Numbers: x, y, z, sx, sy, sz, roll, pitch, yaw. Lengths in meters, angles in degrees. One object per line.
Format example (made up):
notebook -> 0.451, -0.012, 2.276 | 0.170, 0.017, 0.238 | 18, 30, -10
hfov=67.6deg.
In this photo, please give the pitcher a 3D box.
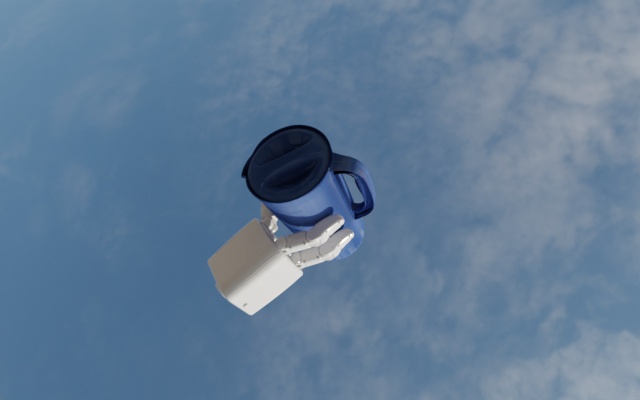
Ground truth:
pitcher -> 0.000, 0.003, 0.760 | 0.149, 0.145, 0.243 | 46, -6, 36
